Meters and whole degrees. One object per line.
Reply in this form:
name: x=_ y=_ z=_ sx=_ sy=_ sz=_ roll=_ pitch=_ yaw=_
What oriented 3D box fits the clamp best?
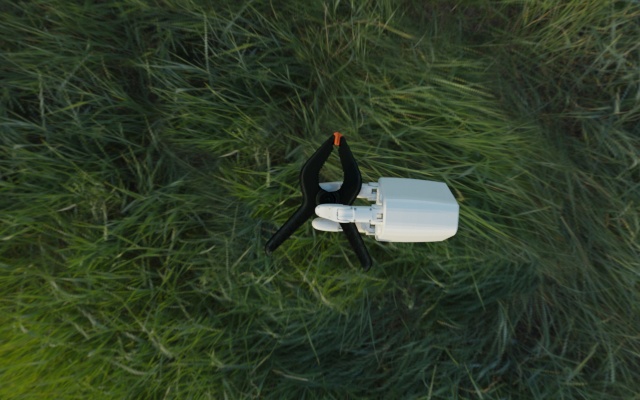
clamp: x=0.000 y=0.002 z=0.720 sx=0.164 sy=0.210 sz=0.036 roll=2 pitch=5 yaw=-1
